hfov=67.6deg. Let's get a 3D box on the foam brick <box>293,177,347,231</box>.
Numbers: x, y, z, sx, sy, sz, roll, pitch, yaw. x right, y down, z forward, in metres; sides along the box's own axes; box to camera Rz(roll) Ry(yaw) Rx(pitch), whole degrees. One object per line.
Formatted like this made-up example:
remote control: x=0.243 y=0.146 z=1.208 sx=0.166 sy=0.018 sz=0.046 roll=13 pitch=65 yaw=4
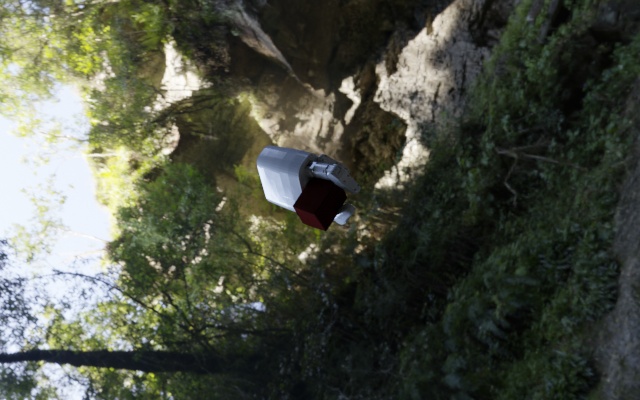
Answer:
foam brick: x=0.000 y=0.003 z=0.803 sx=0.051 sy=0.078 sz=0.053 roll=16 pitch=-29 yaw=33
